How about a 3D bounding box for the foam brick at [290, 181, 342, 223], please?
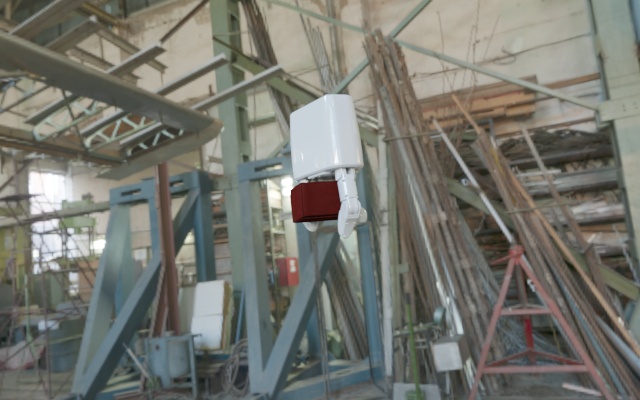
[{"bbox_3d":[0.000,0.002,0.691,0.078,0.051,0.053,-3,-9,-23],"label":"foam brick"}]
